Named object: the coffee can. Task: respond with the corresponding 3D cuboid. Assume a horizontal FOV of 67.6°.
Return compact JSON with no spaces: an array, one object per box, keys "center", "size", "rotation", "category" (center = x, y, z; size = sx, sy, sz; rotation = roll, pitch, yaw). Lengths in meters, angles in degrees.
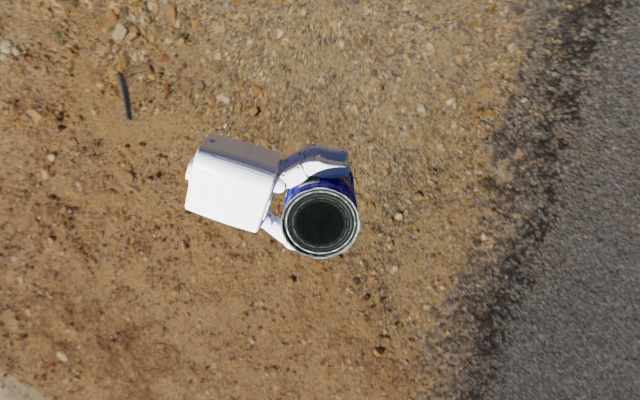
[{"center":[0.000,0.002,0.675],"size":[0.103,0.103,0.140],"rotation":[0,24,0],"category":"coffee can"}]
